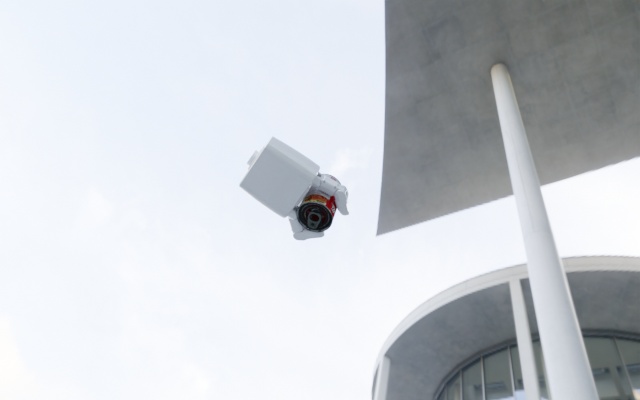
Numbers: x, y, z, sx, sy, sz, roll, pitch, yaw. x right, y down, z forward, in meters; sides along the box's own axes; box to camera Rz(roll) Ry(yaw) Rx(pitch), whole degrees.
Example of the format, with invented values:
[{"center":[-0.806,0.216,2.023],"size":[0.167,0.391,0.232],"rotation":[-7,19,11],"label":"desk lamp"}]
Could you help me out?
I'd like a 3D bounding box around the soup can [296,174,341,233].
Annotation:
[{"center":[0.001,0.003,0.900],"size":[0.068,0.068,0.102],"rotation":[0,34,15],"label":"soup can"}]
